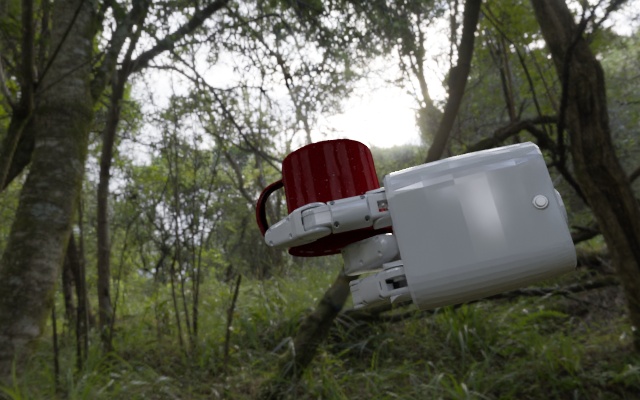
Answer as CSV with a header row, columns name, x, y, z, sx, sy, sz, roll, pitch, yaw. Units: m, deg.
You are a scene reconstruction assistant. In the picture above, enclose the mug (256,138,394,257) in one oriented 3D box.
name,x,y,z,sx,sy,sz,roll,pitch,yaw
mug,-0.001,0.002,0.416,0.117,0.081,0.093,-14,-16,10
